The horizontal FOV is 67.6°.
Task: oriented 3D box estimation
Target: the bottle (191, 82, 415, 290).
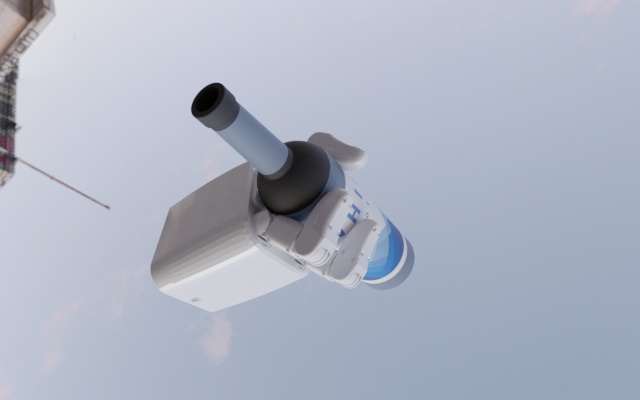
[{"bbox_3d":[0.000,0.001,0.410,0.069,0.069,0.296,0,-26,33],"label":"bottle"}]
